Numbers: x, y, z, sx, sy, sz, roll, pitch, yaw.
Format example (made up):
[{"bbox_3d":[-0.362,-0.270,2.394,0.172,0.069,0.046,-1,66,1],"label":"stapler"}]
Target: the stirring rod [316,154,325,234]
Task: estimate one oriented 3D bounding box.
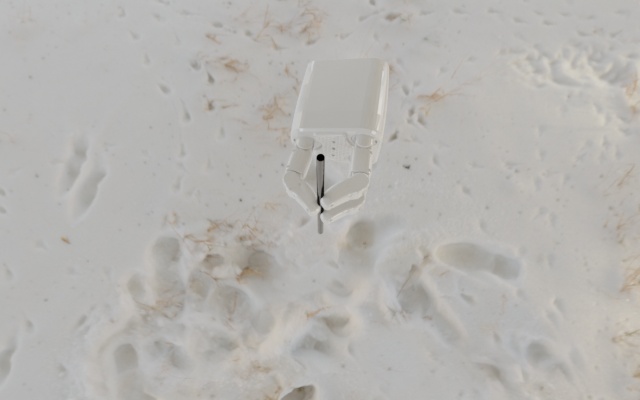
[{"bbox_3d":[0.000,0.002,0.550,0.011,0.011,0.240,0,-20,0],"label":"stirring rod"}]
